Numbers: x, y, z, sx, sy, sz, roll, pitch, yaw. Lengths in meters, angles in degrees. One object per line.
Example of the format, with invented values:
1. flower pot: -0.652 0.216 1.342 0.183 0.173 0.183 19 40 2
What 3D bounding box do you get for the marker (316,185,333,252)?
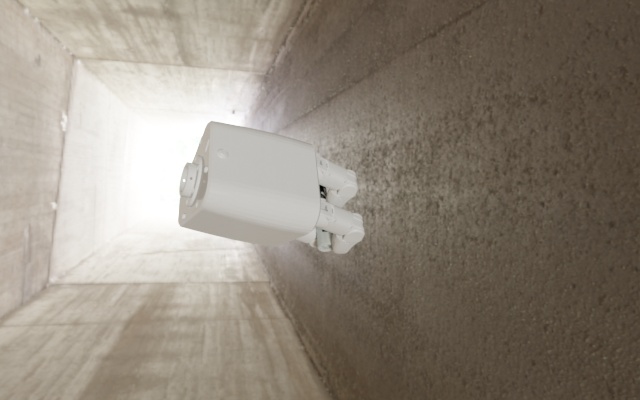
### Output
1. marker: 0.000 0.002 0.551 0.020 0.121 0.020 -5 -34 -3
